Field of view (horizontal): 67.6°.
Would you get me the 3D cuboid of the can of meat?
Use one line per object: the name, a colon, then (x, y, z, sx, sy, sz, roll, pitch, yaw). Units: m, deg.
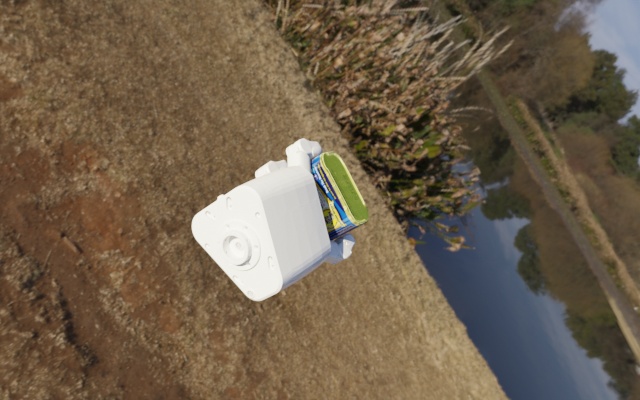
can of meat: (0.000, 0.002, 0.584, 0.084, 0.102, 0.057, -30, -5, 29)
